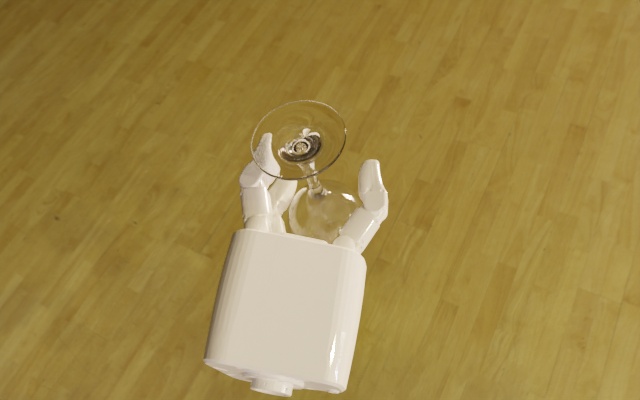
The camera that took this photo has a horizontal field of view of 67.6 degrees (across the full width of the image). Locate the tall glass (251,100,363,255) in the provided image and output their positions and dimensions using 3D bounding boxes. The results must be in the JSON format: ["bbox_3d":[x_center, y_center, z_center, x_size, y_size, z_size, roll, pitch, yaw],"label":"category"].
[{"bbox_3d":[0.000,0.001,0.446,0.079,0.079,0.201,0,-29,12],"label":"tall glass"}]
